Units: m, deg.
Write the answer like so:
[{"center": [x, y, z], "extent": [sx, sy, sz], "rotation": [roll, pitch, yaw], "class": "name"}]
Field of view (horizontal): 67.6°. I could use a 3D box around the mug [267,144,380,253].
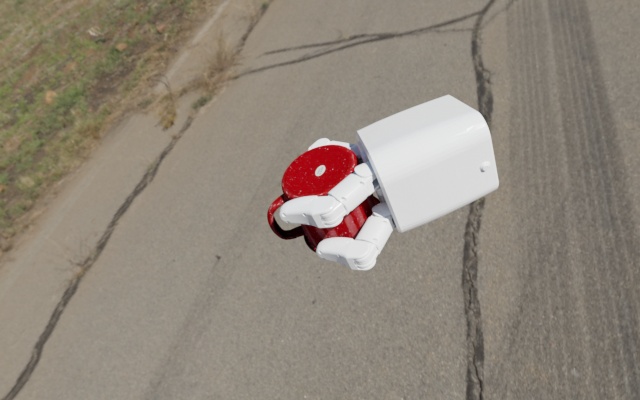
[{"center": [-0.001, 0.002, 0.494], "extent": [0.117, 0.082, 0.093], "rotation": [-23, 40, 5], "class": "mug"}]
